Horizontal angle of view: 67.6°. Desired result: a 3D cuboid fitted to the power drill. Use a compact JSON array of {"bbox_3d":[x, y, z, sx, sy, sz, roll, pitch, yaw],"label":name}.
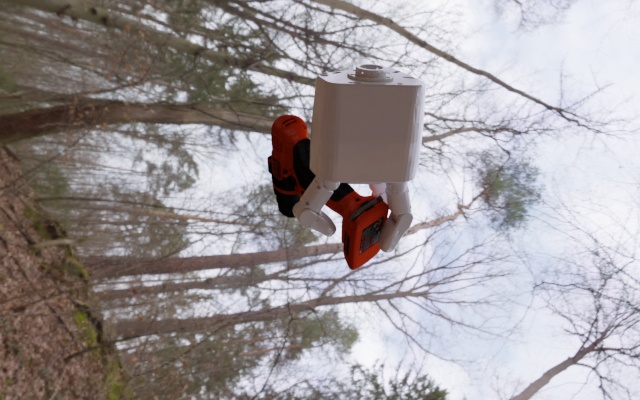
[{"bbox_3d":[0.000,0.002,0.627,0.057,0.185,0.187,-34,59,-24],"label":"power drill"}]
